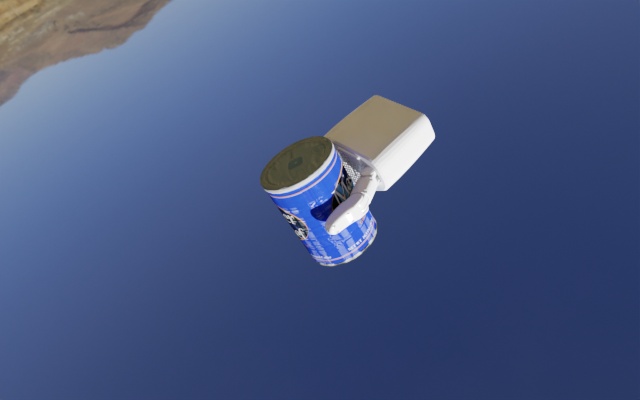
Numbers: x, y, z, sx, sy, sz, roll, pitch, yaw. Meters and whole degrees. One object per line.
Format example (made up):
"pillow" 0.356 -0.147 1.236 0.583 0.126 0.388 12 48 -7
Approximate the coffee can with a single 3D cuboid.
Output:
"coffee can" 0.000 0.002 0.627 0.103 0.140 0.102 -22 33 16
